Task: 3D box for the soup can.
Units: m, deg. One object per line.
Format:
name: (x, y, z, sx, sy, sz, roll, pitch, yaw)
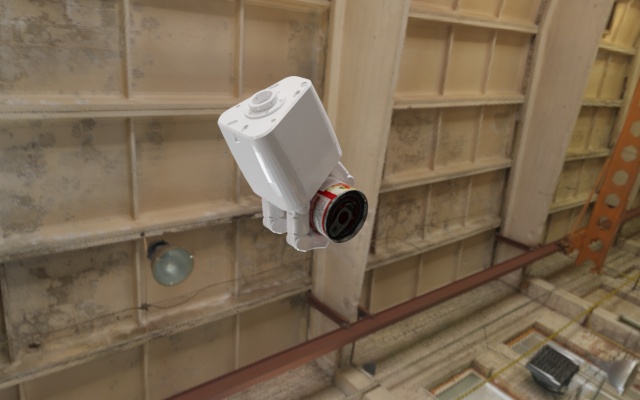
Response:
soup can: (0.000, 0.002, 0.597, 0.068, 0.068, 0.102, 0, 20, -42)
